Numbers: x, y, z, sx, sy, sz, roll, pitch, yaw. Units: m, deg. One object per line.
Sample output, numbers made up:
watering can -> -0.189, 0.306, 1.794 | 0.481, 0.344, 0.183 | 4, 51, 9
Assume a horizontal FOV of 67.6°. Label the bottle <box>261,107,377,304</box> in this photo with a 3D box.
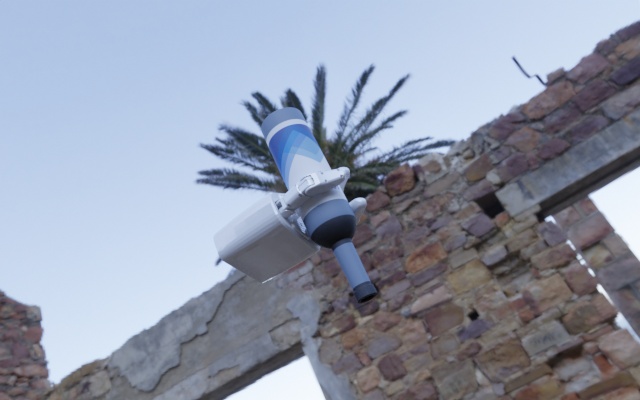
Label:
bottle -> 0.000, 0.002, 0.652 | 0.069, 0.295, 0.069 | -21, -26, -11
